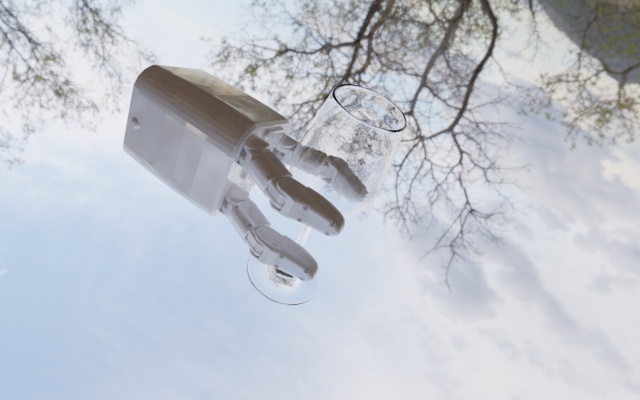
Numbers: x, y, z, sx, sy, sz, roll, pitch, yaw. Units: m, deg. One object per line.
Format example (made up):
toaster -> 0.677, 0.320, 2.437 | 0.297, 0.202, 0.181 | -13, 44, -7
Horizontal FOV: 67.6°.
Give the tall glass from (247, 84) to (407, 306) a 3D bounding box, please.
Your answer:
tall glass -> 0.000, 0.002, 0.415 | 0.079, 0.201, 0.079 | 18, 37, -14
